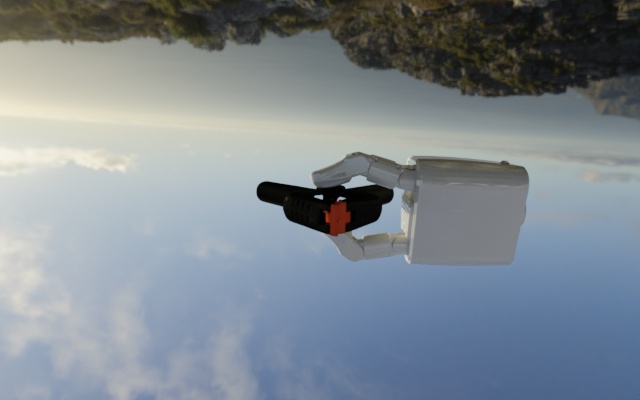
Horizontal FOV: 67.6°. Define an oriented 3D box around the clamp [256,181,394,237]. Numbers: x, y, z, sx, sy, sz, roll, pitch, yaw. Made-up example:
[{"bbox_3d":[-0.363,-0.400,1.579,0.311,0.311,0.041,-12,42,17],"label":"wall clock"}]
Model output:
[{"bbox_3d":[0.000,0.003,0.492,0.164,0.036,0.210,1,8,4],"label":"clamp"}]
